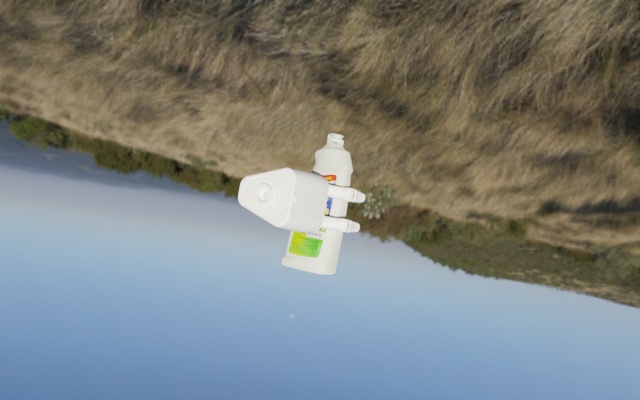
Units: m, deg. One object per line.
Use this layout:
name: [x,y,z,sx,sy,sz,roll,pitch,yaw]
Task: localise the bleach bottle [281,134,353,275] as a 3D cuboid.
bleach bottle: [0.000,0.003,0.875,0.102,0.251,0.068,9,-2,30]
